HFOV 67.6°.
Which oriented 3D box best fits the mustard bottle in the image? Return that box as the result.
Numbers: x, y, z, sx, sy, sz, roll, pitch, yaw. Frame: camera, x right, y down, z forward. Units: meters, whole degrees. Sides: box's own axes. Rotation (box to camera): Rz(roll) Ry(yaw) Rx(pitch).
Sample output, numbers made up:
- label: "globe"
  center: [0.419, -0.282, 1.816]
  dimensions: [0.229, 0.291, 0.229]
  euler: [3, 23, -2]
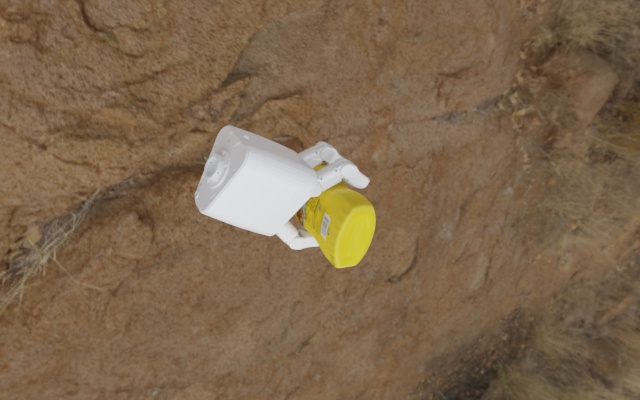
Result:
- label: "mustard bottle"
  center: [0.001, 0.002, 0.665]
  dimensions: [0.058, 0.096, 0.191]
  euler: [-5, 32, -29]
